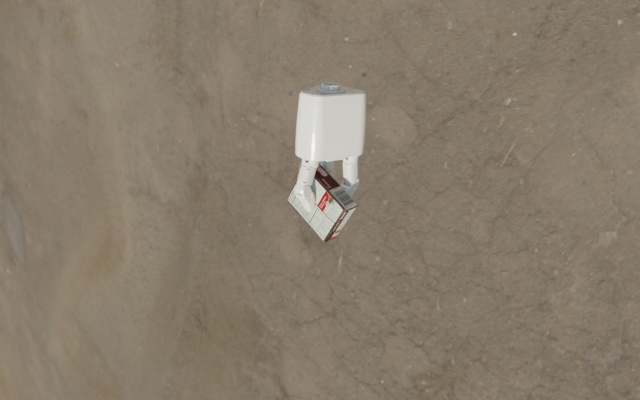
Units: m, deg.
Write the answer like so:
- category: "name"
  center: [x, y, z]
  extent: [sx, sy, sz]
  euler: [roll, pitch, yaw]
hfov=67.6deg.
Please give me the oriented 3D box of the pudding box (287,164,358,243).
- category: "pudding box"
  center: [0.000, 0.003, 0.834]
  extent: [0.039, 0.113, 0.090]
  euler: [-20, -29, -43]
